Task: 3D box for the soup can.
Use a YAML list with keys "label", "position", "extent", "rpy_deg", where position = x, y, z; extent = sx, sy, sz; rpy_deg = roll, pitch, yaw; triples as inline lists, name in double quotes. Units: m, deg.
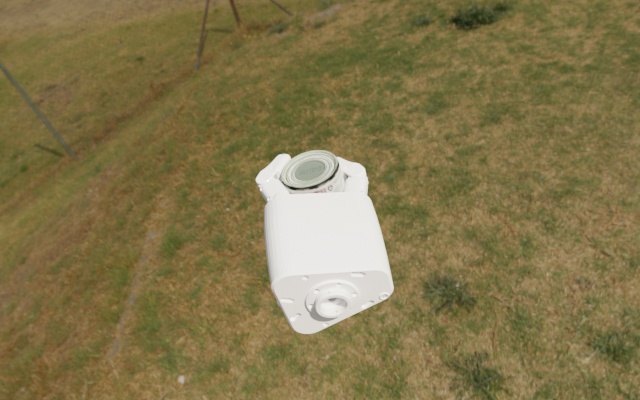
- label: "soup can"
  position: [0.000, 0.001, 0.552]
  extent: [0.068, 0.102, 0.068]
  rpy_deg: [-11, 40, 10]
